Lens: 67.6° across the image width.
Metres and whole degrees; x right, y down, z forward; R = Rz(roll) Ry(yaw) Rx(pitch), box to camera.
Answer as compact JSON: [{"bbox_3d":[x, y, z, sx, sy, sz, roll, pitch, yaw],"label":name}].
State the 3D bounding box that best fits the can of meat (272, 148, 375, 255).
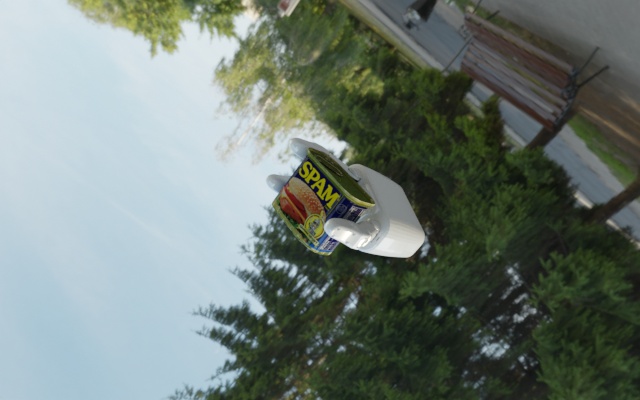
[{"bbox_3d":[0.000,0.002,0.566,0.057,0.084,0.102,14,29,-52],"label":"can of meat"}]
